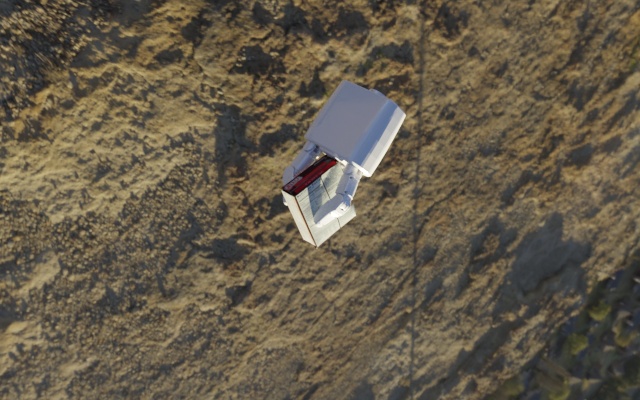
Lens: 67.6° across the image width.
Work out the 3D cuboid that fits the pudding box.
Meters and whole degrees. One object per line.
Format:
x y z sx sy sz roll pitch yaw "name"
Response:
0.000 0.002 0.711 0.090 0.114 0.039 -38 40 -20 "pudding box"
